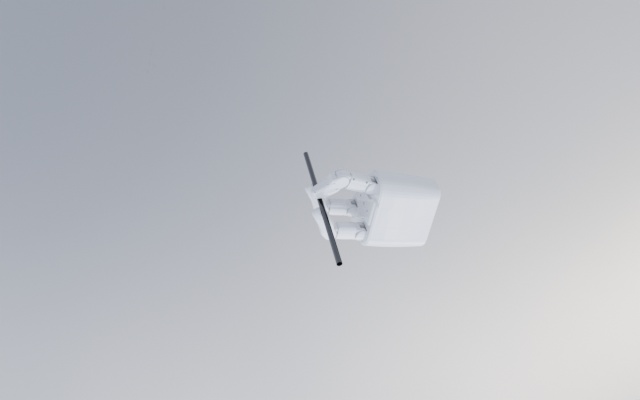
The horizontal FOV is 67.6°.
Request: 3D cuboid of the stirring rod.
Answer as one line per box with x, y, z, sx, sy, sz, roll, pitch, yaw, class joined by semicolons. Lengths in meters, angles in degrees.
0.000;0.002;0.697;0.011;0.011;0.239;0;41;-16;stirring rod
